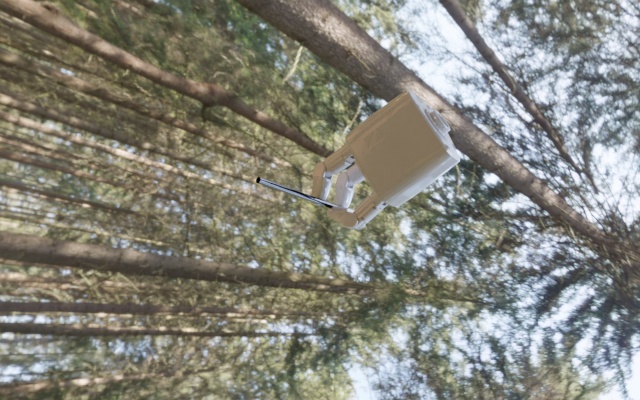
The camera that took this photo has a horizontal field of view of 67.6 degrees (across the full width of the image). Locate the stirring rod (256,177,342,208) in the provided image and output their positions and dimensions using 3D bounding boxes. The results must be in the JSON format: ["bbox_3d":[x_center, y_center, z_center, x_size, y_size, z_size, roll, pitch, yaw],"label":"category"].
[{"bbox_3d":[0.000,0.002,0.658,0.011,0.011,0.239,0,-13,39],"label":"stirring rod"}]
